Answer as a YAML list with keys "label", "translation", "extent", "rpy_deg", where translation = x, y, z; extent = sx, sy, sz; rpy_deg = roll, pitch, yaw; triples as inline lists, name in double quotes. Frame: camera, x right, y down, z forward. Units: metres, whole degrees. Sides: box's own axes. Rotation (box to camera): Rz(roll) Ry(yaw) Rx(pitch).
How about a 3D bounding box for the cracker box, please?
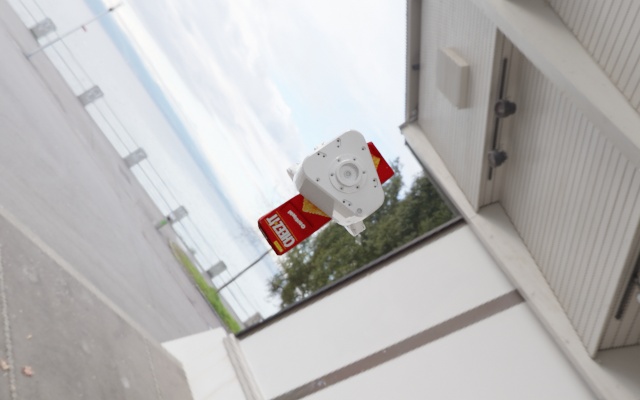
- label: "cracker box"
  translation: [0.000, 0.003, 0.779]
  extent: [0.213, 0.072, 0.164]
  rpy_deg: [-35, -2, -9]
